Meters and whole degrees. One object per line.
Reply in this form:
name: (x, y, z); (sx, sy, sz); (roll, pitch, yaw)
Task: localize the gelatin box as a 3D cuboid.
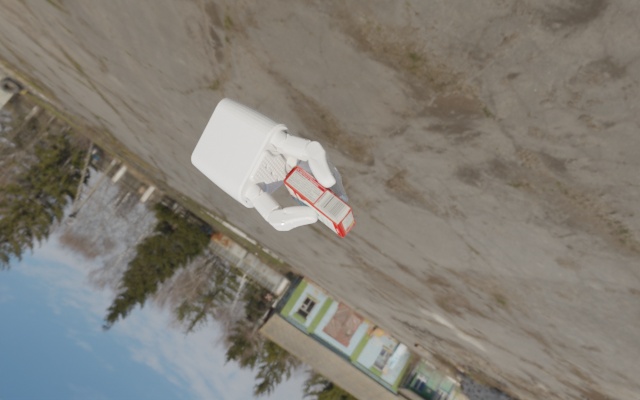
gelatin box: (0.000, 0.002, 0.590); (0.089, 0.030, 0.073); (39, -8, 16)
